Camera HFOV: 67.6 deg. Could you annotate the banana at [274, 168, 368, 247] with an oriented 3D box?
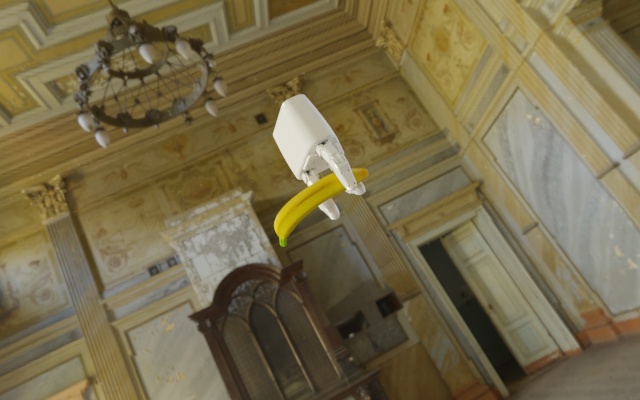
[{"bbox_3d":[-0.009,0.000,0.796,0.198,0.037,0.070,-39,-25,8],"label":"banana"}]
